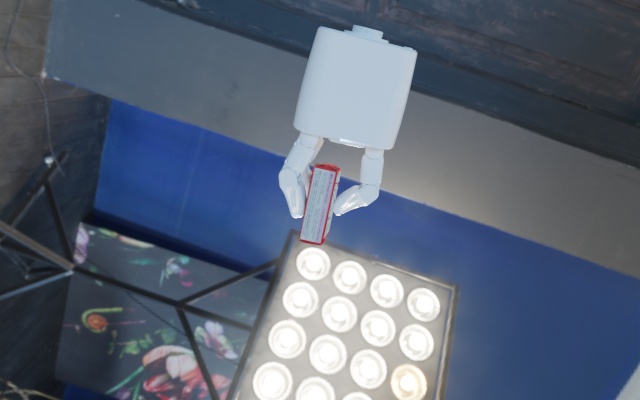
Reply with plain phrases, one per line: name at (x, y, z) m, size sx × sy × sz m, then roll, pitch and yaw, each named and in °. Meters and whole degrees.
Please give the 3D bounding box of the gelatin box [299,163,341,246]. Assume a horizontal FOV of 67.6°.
gelatin box at (0.000, 0.002, 0.553) m, size 0.030 × 0.089 × 0.073 m, roll 12°, pitch 6°, yaw 4°
